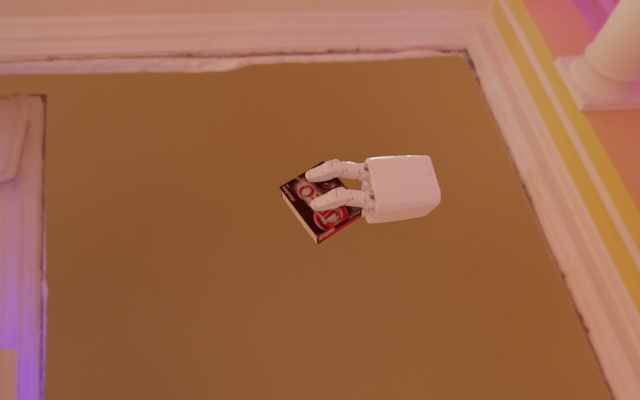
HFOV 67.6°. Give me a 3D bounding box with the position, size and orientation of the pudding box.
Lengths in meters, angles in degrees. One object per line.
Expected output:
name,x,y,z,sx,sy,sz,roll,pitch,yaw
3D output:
pudding box,0.000,0.003,0.777,0.090,0.113,0.039,-32,-28,-16
